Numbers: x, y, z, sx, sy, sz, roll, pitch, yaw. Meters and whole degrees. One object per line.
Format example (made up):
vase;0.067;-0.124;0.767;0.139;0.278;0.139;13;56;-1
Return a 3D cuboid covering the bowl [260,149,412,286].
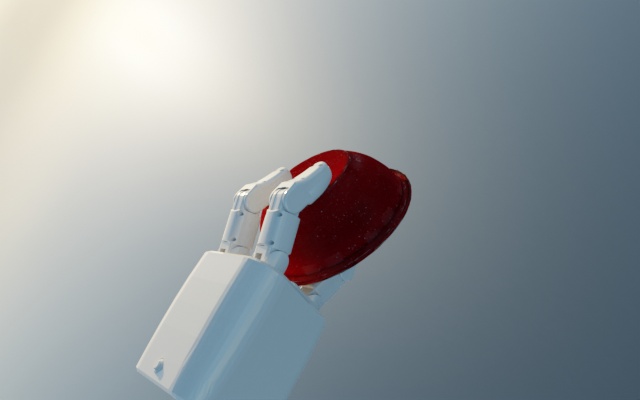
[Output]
bowl;0.000;0.000;0.445;0.162;0.055;0.162;-27;26;14
